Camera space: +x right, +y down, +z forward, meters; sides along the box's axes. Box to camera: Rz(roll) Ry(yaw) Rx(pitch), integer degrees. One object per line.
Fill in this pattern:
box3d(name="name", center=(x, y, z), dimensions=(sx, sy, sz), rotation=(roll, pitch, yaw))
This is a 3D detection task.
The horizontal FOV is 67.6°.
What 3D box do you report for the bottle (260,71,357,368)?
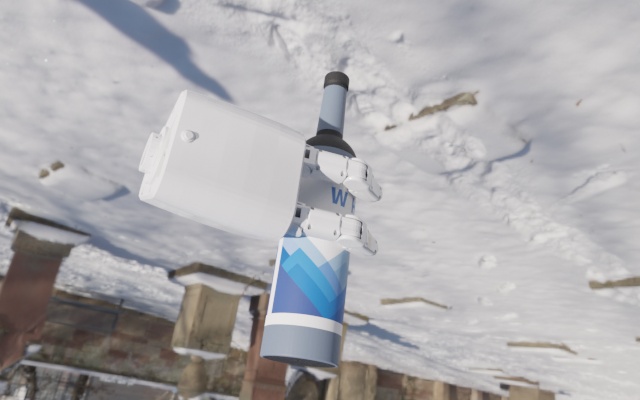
box3d(name="bottle", center=(0.000, 0.002, 0.458), dimensions=(0.069, 0.295, 0.069), rotation=(6, -24, 3))
